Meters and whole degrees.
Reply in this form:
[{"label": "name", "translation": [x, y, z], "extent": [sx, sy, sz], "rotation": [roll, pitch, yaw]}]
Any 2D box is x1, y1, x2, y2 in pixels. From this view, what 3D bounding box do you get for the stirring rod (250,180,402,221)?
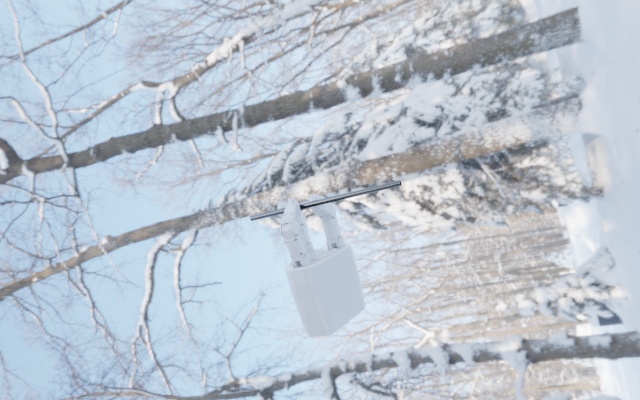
[{"label": "stirring rod", "translation": [0.000, 0.002, 0.685], "extent": [0.239, 0.011, 0.011], "rotation": [-13, -6, 24]}]
